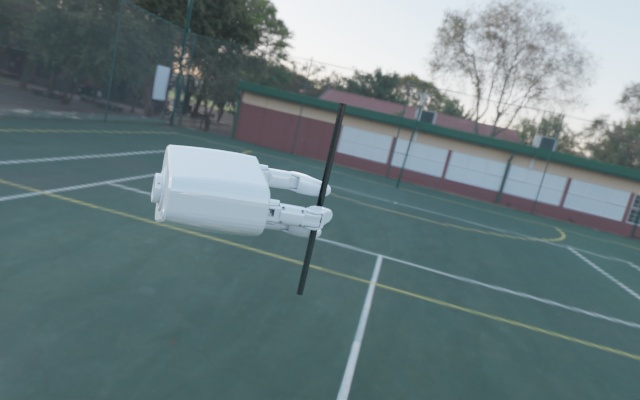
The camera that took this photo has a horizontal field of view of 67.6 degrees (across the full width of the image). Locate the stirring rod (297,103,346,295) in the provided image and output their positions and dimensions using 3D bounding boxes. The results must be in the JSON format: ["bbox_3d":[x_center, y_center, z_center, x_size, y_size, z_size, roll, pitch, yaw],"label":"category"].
[{"bbox_3d":[0.000,0.002,0.580,0.011,0.239,0.011,12,10,-2],"label":"stirring rod"}]
